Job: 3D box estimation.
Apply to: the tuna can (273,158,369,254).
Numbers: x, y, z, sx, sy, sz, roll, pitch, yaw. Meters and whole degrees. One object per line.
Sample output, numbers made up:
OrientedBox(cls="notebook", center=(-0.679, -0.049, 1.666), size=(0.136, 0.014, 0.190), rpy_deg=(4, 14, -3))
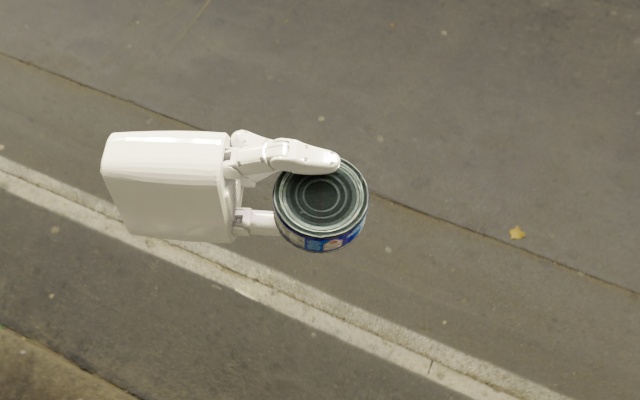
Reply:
OrientedBox(cls="tuna can", center=(0.000, 0.001, 0.425), size=(0.086, 0.086, 0.034), rpy_deg=(0, -28, -3))
